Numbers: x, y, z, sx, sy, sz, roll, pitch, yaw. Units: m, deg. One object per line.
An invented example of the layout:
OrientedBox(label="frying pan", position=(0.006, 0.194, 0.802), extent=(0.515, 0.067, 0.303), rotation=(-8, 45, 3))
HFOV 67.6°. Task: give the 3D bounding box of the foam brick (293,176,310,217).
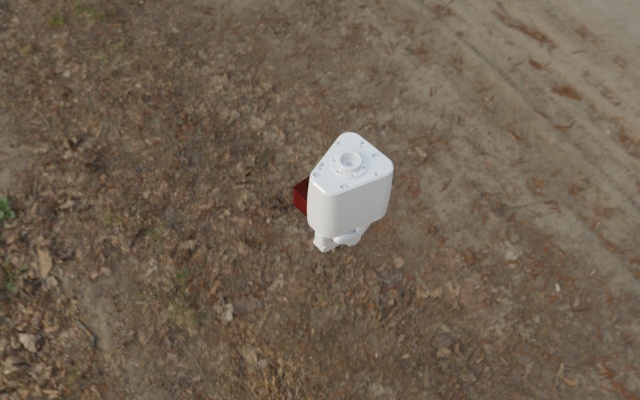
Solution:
OrientedBox(label="foam brick", position=(0.000, 0.002, 0.750), extent=(0.053, 0.078, 0.051), rotation=(-37, -26, -22))
